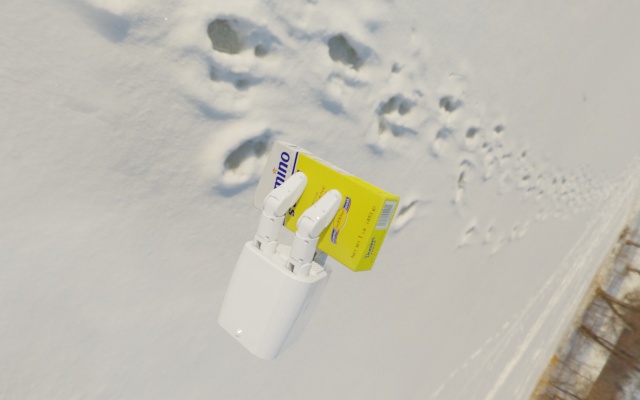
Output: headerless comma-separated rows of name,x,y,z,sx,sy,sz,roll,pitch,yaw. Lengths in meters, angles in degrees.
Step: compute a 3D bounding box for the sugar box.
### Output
sugar box,0.000,0.002,0.570,0.176,0.093,0.048,28,13,32
